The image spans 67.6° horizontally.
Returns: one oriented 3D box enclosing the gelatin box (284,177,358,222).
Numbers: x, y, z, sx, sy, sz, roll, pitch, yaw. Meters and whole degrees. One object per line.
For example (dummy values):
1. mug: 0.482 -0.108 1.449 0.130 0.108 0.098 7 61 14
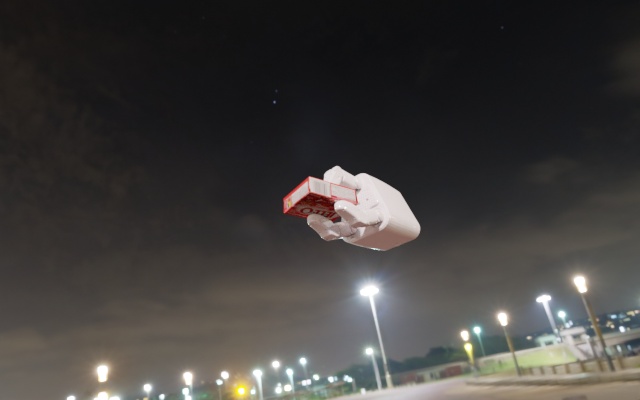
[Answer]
1. gelatin box: 0.000 0.002 0.720 0.089 0.030 0.073 15 -34 -32
